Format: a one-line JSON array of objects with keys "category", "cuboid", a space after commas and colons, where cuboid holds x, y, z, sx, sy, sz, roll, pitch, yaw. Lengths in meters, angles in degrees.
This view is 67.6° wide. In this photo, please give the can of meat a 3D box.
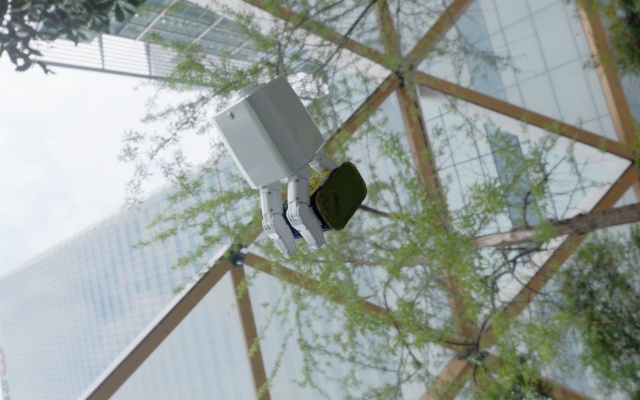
[{"category": "can of meat", "cuboid": [0.000, 0.002, 0.629, 0.084, 0.057, 0.102, -17, 24, 42]}]
